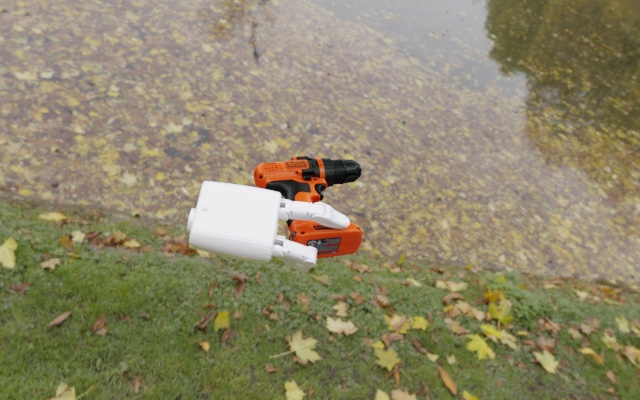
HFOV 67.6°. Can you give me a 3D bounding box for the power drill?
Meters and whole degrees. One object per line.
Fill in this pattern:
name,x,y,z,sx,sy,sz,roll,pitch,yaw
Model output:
power drill,0.000,0.003,0.747,0.184,0.057,0.187,-6,43,-16
